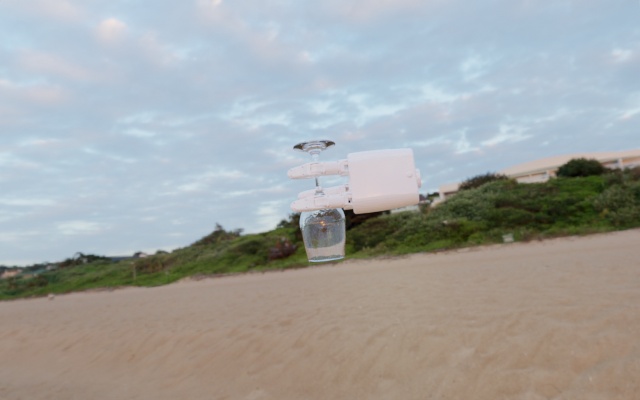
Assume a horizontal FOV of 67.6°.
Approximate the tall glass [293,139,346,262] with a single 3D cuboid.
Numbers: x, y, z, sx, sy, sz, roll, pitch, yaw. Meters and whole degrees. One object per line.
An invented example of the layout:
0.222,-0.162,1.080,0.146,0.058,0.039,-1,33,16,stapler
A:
0.000,0.002,0.816,0.079,0.201,0.079,-6,-8,-1,tall glass
